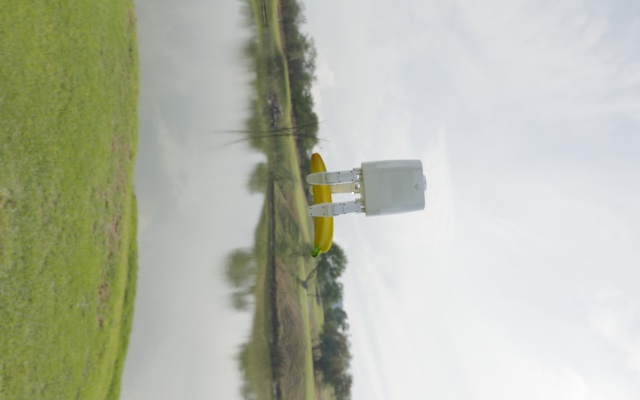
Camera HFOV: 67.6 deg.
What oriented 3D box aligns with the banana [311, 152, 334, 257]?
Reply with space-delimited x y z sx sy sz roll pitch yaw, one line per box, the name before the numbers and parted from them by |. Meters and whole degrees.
banana | 0.003 0.012 0.882 0.037 0.197 0.070 -5 -18 8
